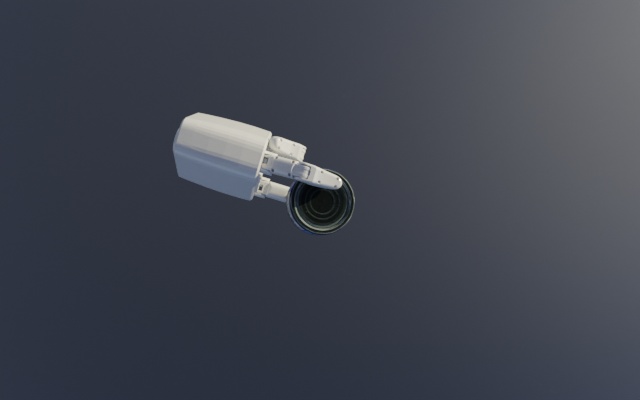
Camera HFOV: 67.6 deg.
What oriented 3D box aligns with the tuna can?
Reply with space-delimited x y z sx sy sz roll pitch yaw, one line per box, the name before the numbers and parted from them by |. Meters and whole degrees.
tuna can | 0.000 0.002 0.614 0.086 0.086 0.034 0 -3 -11
